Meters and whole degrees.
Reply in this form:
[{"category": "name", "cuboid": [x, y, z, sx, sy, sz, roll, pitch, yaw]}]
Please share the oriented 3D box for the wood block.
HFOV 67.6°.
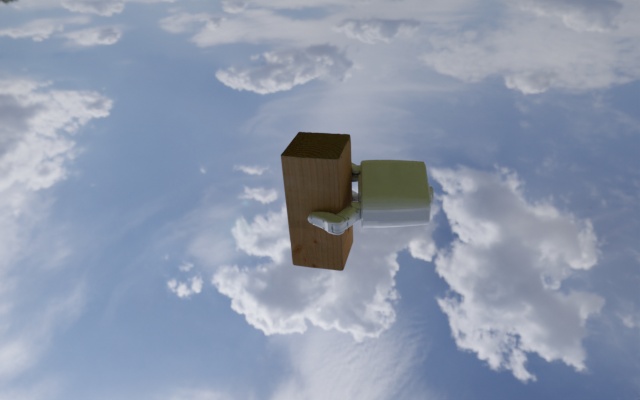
[{"category": "wood block", "cuboid": [0.000, 0.003, 0.775, 0.090, 0.206, 0.090, 5, 32, 15]}]
